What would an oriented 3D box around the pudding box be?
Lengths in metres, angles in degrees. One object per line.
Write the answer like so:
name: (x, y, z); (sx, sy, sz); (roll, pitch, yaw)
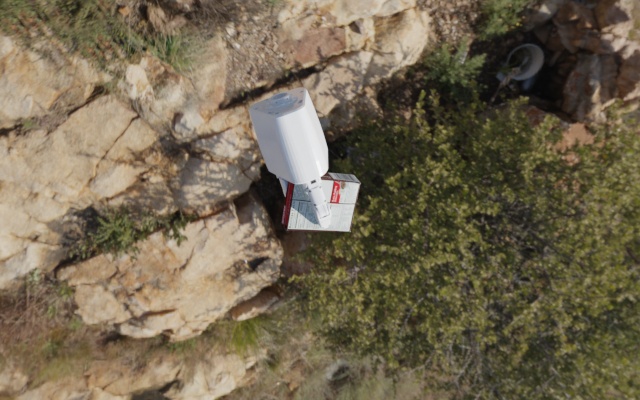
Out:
pudding box: (0.000, 0.002, 0.757); (0.113, 0.090, 0.039); (4, 21, -18)
